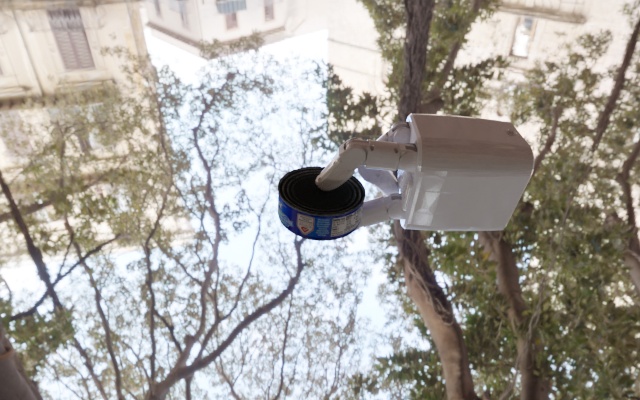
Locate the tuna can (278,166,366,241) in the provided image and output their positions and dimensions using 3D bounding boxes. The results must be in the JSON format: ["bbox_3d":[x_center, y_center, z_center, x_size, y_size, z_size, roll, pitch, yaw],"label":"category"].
[{"bbox_3d":[0.000,0.002,0.472,0.086,0.034,0.086,4,34,-3],"label":"tuna can"}]
